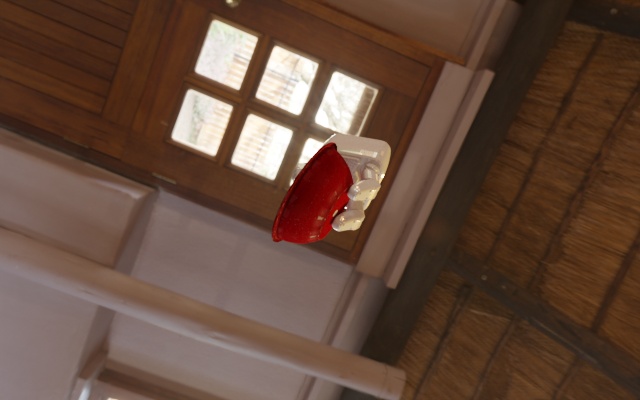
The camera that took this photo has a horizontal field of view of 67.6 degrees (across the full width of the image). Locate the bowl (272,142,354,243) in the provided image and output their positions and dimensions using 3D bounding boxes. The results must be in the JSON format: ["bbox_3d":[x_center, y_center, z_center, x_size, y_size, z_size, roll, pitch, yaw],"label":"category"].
[{"bbox_3d":[0.000,0.003,0.663,0.055,0.162,0.162,32,7,12],"label":"bowl"}]
